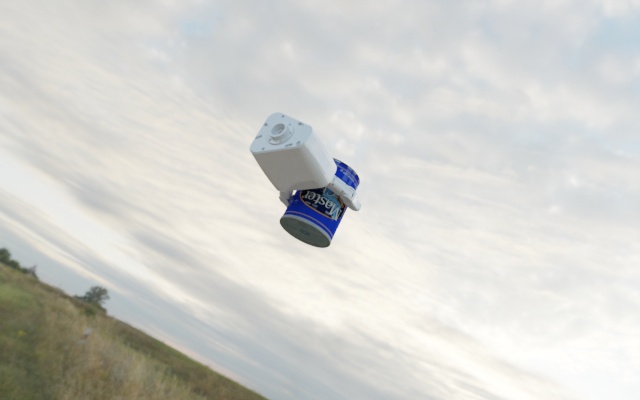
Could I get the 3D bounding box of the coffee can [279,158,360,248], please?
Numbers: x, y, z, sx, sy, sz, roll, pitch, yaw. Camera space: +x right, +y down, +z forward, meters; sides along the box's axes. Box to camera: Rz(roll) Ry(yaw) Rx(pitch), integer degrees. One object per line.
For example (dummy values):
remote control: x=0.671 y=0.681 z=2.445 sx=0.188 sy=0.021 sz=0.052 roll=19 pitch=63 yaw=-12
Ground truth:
coffee can: x=0.000 y=0.003 z=0.892 sx=0.103 sy=0.140 sz=0.103 roll=23 pitch=-24 yaw=11
